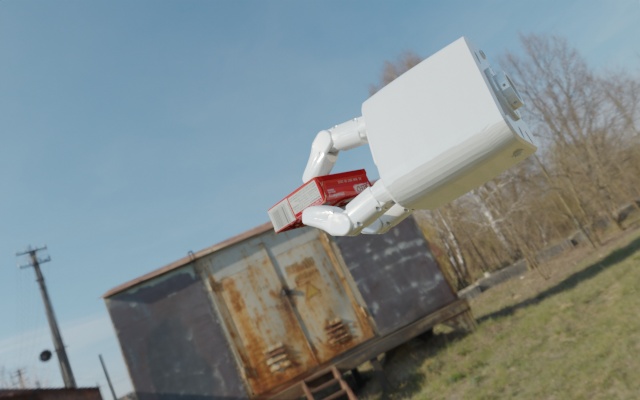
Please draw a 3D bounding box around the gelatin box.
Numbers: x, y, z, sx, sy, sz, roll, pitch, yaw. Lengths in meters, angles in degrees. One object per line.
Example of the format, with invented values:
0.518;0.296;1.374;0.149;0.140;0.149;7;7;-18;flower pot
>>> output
0.000;0.001;0.496;0.073;0.030;0.089;-11;-16;-44;gelatin box
